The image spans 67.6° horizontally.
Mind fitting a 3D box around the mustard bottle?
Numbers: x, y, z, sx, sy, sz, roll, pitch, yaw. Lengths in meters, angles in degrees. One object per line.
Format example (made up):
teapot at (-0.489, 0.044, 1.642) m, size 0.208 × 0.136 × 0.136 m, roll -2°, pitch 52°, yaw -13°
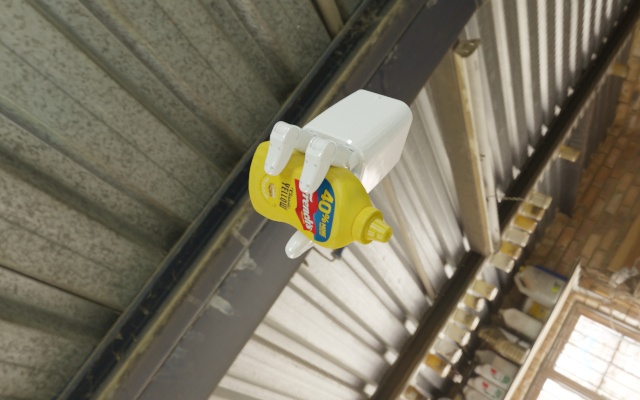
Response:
mustard bottle at (0.000, 0.002, 0.551) m, size 0.191 × 0.096 × 0.058 m, roll 26°, pitch 29°, yaw 34°
